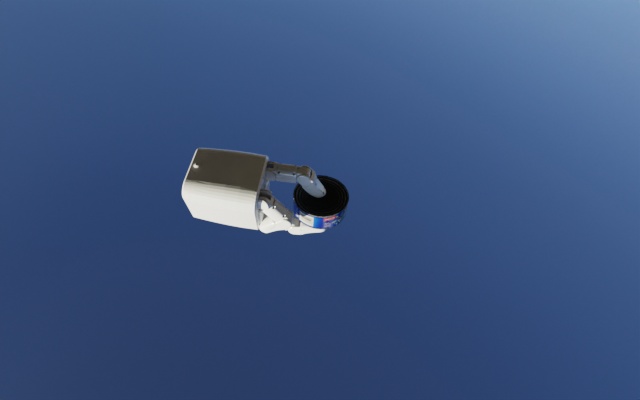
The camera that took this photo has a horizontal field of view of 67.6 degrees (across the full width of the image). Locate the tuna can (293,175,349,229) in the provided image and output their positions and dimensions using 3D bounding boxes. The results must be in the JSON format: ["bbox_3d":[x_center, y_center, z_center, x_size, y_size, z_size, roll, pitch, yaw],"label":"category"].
[{"bbox_3d":[0.000,0.003,0.742,0.086,0.086,0.034,0,-41,-5],"label":"tuna can"}]
